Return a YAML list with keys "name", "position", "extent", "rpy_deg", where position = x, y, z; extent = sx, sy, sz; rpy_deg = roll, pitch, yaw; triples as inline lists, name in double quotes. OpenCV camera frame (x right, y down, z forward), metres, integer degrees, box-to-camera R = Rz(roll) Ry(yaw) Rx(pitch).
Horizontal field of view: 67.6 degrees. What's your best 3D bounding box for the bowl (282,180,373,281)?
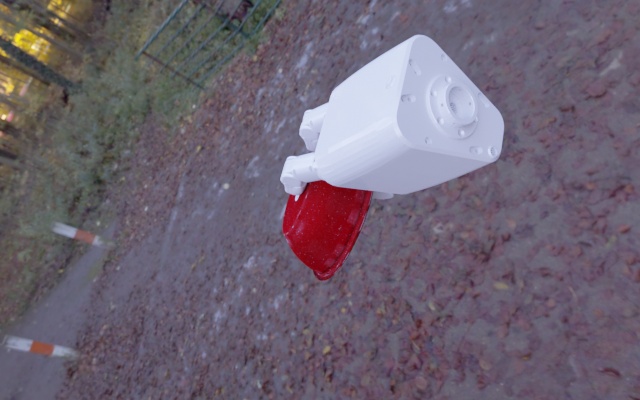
- name: "bowl"
  position: [-0.001, 0.002, 0.519]
  extent: [0.055, 0.162, 0.162]
  rpy_deg: [19, -5, -14]
